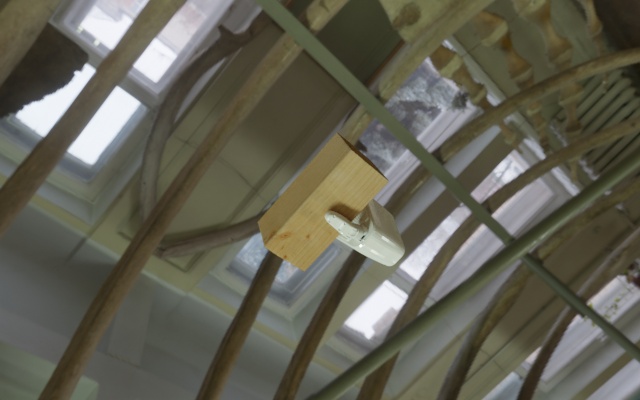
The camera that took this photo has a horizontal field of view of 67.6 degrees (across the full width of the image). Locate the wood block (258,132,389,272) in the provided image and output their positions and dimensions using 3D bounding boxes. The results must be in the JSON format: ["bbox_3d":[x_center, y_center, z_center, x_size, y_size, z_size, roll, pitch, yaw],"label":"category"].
[{"bbox_3d":[0.000,0.003,0.789,0.090,0.206,0.090,36,12,-28],"label":"wood block"}]
